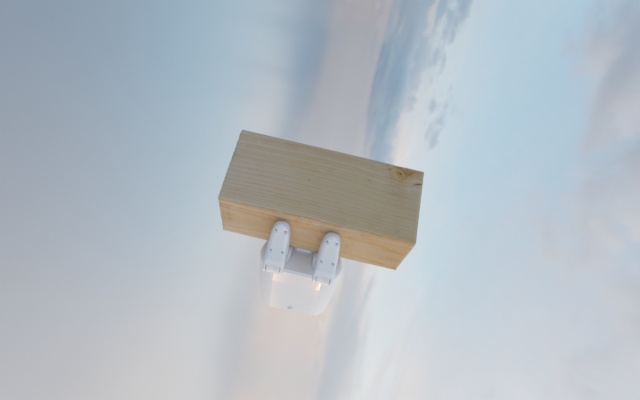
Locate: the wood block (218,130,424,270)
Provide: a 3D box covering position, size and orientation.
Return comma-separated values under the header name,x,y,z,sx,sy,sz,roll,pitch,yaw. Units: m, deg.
name,x,y,z,sx,sy,sz,roll,pitch,yaw
wood block,0.000,0.002,0.540,0.206,0.090,0.090,13,-28,0
